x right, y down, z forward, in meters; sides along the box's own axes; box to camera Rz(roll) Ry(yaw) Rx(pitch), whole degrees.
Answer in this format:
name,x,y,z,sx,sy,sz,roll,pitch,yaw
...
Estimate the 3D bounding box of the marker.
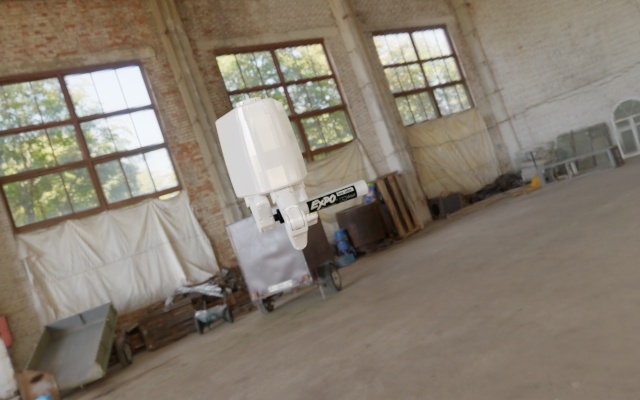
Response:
name,x,y,z,sx,sy,sz,roll,pitch,yaw
marker,0.000,0.002,0.584,0.121,0.020,0.020,-19,4,-12
